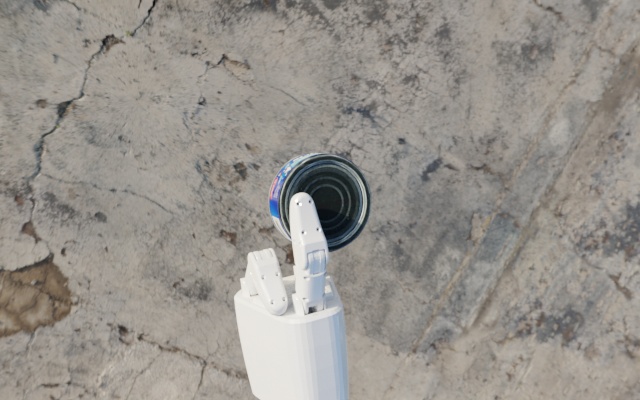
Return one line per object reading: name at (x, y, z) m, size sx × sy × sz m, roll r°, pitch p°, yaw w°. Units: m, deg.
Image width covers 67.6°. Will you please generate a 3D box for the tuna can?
tuna can at (0.000, 0.001, 0.413) m, size 0.086 × 0.086 × 0.034 m, roll 0°, pitch 5°, yaw -20°
